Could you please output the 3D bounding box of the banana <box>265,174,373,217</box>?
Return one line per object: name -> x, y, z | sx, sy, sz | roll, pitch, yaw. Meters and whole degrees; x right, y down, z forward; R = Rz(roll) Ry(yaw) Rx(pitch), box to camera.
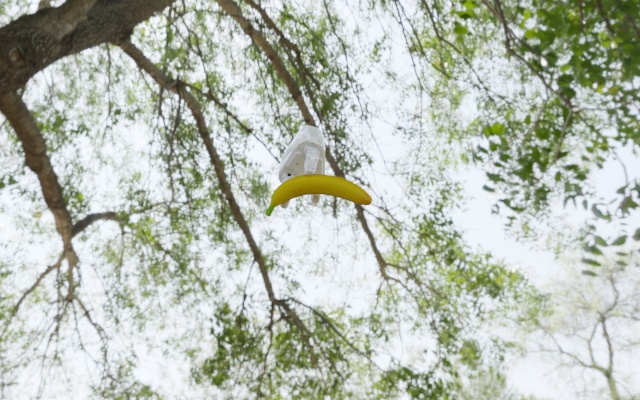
banana -> -0.005, -0.015, 0.879 | 0.198, 0.069, 0.037 | -7, 2, 5
